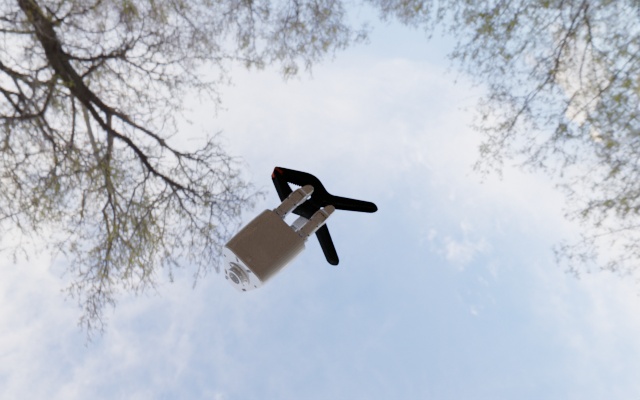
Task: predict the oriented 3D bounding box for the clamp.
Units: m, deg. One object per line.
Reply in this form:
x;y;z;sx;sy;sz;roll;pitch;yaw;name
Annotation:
-0.001;0.003;0.895;0.164;0.210;0.036;-41;-10;-37;clamp
